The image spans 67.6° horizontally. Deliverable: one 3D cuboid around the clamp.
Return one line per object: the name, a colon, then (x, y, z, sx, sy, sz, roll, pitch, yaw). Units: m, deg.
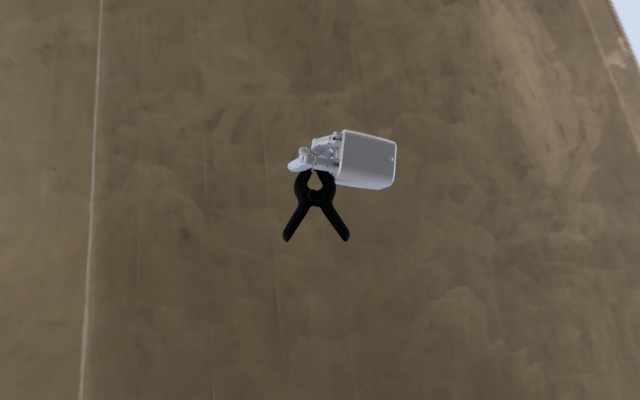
clamp: (0.000, 0.003, 0.885, 0.120, 0.171, 0.039, 10, -21, -7)
